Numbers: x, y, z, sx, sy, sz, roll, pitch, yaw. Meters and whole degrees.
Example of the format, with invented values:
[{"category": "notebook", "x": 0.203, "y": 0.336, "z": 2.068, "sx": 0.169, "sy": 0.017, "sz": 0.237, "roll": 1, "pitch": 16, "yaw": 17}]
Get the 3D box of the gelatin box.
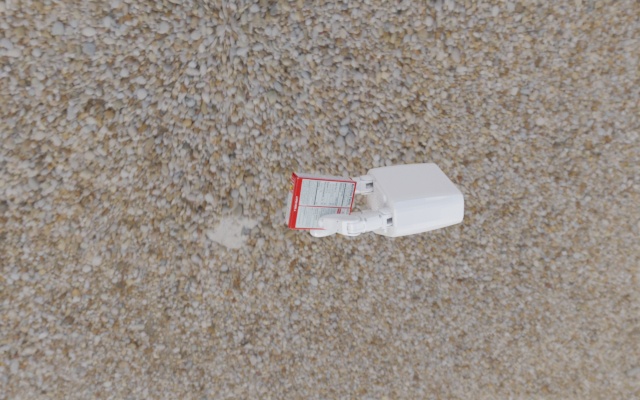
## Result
[{"category": "gelatin box", "x": 0.000, "y": 0.002, "z": 0.658, "sx": 0.089, "sy": 0.073, "sz": 0.030, "roll": 3, "pitch": 17, "yaw": -21}]
